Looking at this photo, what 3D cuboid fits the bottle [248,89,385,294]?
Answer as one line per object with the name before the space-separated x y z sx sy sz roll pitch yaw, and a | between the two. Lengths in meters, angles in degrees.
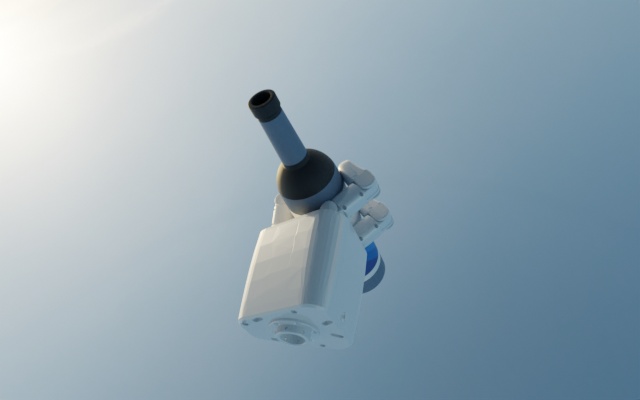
bottle | 0.000 0.002 0.527 0.069 0.069 0.296 0 -39 28
